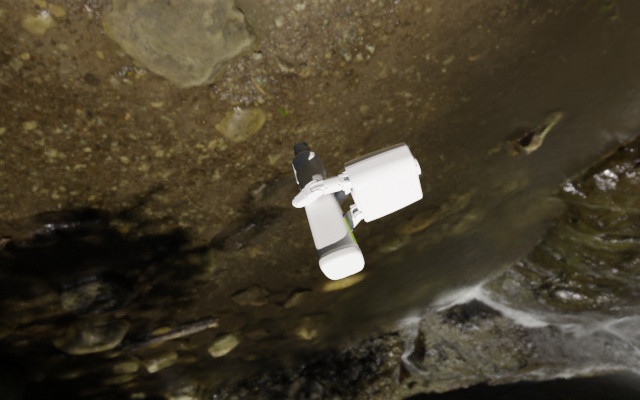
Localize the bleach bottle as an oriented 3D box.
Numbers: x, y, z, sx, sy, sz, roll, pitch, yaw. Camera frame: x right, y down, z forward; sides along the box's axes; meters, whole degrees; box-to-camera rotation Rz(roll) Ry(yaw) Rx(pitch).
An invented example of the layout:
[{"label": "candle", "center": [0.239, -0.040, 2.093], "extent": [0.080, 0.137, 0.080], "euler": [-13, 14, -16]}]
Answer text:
[{"label": "bleach bottle", "center": [0.000, 0.003, 0.813], "extent": [0.068, 0.250, 0.103], "euler": [-21, -27, 2]}]
